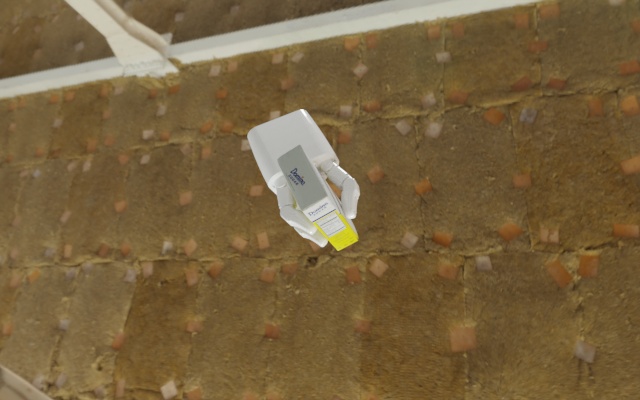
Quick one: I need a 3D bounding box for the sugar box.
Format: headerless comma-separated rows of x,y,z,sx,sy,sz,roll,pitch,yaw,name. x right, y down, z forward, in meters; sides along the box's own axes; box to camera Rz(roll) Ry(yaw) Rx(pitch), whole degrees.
0.000,0.002,0.690,0.048,0.093,0.176,-31,-29,6,sugar box
